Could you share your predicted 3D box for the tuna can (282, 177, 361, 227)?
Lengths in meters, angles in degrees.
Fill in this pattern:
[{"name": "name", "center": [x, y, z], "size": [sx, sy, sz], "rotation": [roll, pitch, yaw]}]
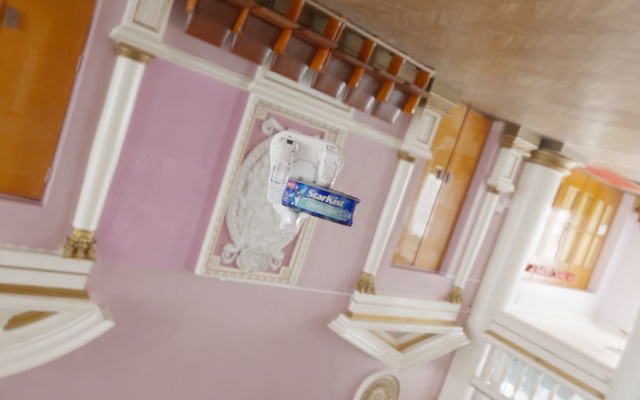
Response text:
[{"name": "tuna can", "center": [0.000, 0.002, 0.539], "size": [0.086, 0.034, 0.086], "rotation": [18, 0, 0]}]
